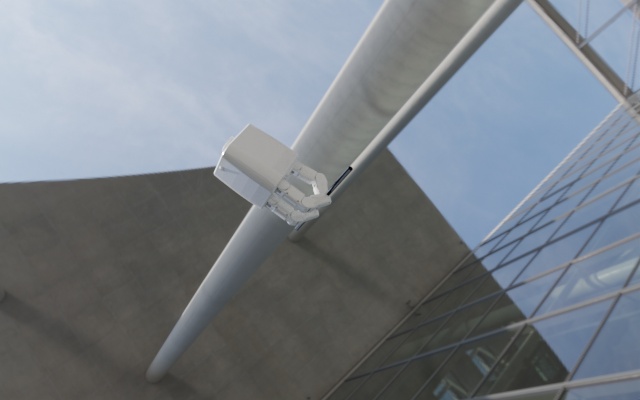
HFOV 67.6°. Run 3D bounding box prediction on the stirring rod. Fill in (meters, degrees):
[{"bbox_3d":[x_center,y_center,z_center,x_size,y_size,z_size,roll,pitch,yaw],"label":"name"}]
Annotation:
[{"bbox_3d":[0.000,0.003,0.849,0.011,0.011,0.240,0,-26,-26],"label":"stirring rod"}]
